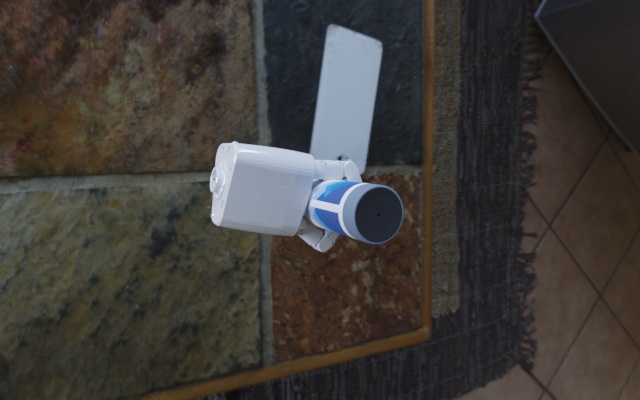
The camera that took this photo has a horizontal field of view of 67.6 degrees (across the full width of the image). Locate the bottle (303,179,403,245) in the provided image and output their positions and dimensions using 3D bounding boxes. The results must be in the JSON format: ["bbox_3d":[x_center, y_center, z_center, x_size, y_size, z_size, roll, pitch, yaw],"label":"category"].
[{"bbox_3d":[0.000,0.002,0.657,0.069,0.069,0.295,0,5,-26],"label":"bottle"}]
